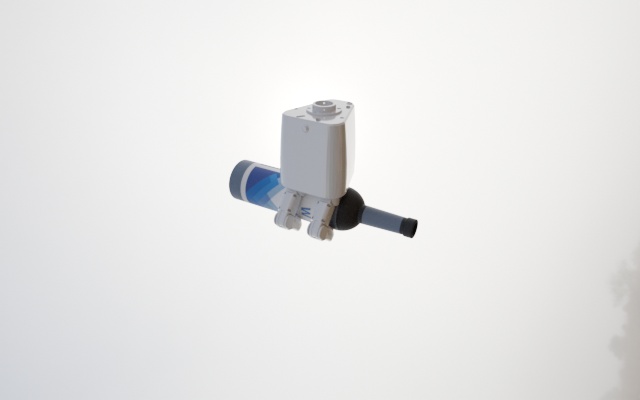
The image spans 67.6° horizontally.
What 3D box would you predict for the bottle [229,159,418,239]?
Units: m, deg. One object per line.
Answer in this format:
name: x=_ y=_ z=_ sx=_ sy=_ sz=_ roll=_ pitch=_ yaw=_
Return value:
bottle: x=0.000 y=0.002 z=0.709 sx=0.295 sy=0.069 sz=0.069 roll=16 pitch=7 yaw=25
